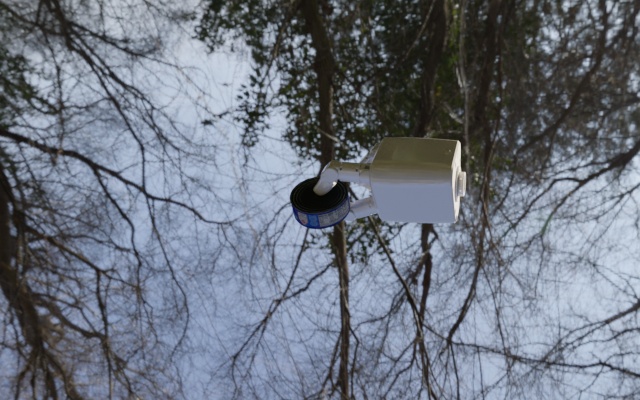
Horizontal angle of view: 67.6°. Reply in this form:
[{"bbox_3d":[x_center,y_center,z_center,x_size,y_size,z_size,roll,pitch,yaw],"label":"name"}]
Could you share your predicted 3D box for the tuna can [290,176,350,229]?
[{"bbox_3d":[0.000,0.003,0.695,0.086,0.034,0.086,-7,38,5],"label":"tuna can"}]
